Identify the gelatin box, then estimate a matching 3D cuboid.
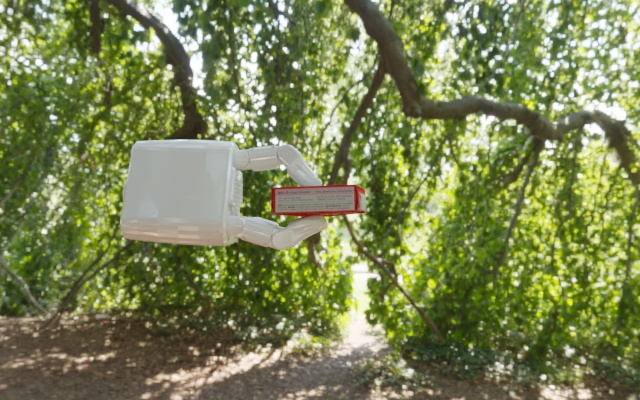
[{"bbox_3d":[0.000,0.001,0.503,0.089,0.030,0.073,-3,-4,12],"label":"gelatin box"}]
